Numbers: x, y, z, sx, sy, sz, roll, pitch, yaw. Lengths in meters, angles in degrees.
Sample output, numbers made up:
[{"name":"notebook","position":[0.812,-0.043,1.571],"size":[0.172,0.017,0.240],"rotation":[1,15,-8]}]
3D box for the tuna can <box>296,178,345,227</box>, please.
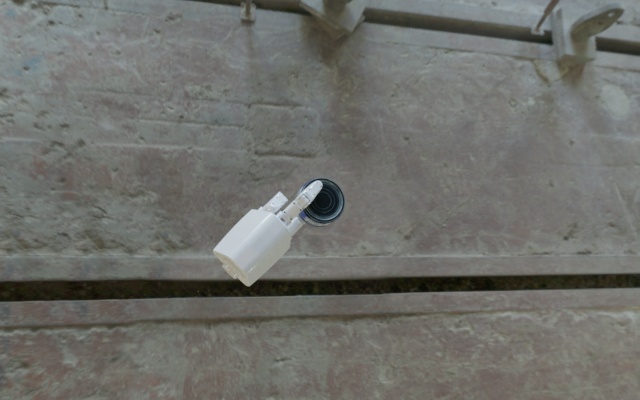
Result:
[{"name":"tuna can","position":[0.000,0.003,0.859],"size":[0.086,0.086,0.034],"rotation":[0,-14,-18]}]
